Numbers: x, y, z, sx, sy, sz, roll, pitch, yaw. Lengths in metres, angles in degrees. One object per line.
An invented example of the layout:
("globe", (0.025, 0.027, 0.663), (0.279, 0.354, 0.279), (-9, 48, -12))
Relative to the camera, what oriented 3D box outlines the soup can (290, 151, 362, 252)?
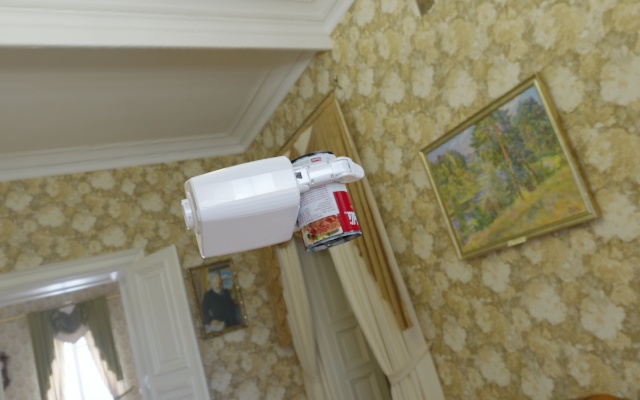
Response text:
("soup can", (0.000, 0.001, 0.559), (0.068, 0.102, 0.068), (-17, -13, -4))
